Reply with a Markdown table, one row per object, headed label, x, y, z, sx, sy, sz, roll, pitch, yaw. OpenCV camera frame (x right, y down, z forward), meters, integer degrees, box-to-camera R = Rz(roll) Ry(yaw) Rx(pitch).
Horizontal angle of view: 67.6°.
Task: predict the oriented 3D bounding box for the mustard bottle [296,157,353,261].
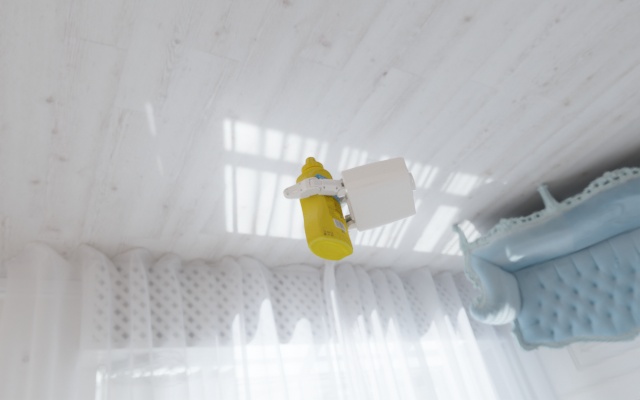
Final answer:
| label | x | y | z | sx | sy | sz | roll | pitch | yaw |
| --- | --- | --- | --- | --- | --- | --- | --- | --- | --- |
| mustard bottle | 0.000 | 0.003 | 0.814 | 0.058 | 0.191 | 0.096 | -30 | -37 | 24 |
